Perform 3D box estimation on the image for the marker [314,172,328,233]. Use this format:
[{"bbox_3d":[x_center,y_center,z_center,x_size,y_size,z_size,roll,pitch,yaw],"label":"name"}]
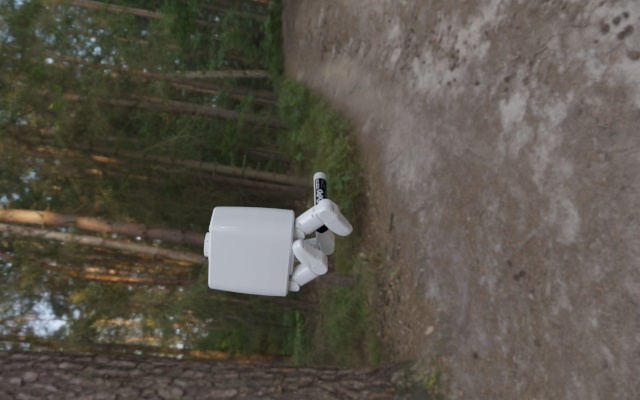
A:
[{"bbox_3d":[0.000,0.002,0.669,0.020,0.020,0.121,0,39,-1],"label":"marker"}]
